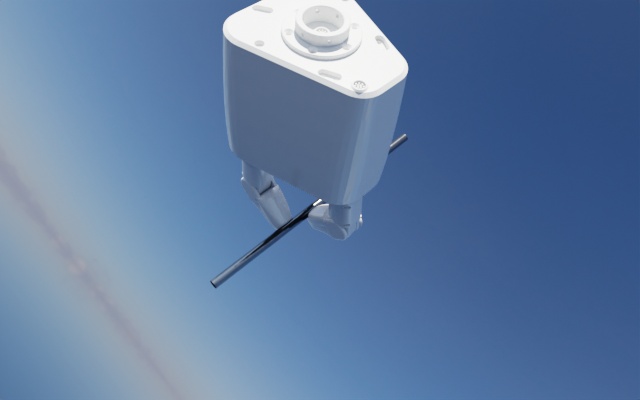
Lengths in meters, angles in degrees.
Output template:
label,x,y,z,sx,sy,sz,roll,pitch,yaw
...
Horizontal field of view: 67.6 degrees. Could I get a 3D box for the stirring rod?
label,x,y,z,sx,sy,sz,roll,pitch,yaw
stirring rod,0.000,0.001,0.434,0.239,0.011,0.011,-38,18,-26
